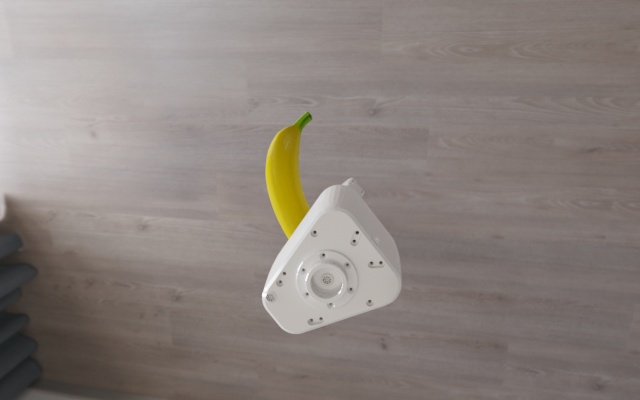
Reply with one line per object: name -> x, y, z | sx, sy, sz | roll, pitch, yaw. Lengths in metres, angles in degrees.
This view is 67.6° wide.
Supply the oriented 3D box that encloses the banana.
banana -> -0.019, 0.003, 0.530 | 0.069, 0.198, 0.037 | -15, 2, -1
